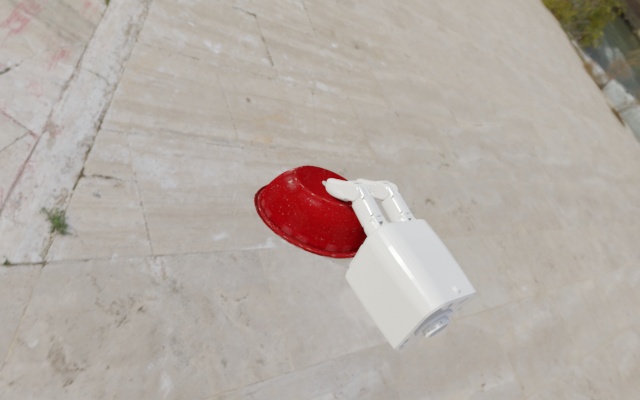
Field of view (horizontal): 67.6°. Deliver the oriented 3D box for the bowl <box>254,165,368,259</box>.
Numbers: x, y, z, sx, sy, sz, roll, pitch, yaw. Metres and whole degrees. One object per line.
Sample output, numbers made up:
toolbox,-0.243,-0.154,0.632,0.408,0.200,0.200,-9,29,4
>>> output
bowl,-0.001,0.001,0.611,0.162,0.055,0.162,20,26,-10
